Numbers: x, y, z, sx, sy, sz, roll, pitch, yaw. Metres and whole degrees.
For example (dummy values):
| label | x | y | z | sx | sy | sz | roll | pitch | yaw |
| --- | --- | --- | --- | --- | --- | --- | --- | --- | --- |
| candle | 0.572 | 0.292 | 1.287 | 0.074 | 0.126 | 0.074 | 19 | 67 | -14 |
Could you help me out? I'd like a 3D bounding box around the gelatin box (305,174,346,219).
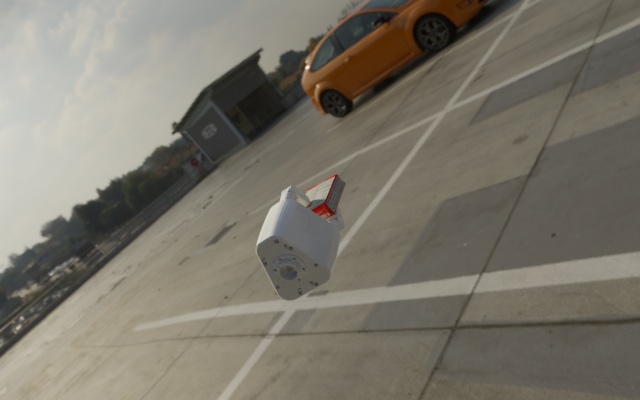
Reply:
| label | x | y | z | sx | sy | sz | roll | pitch | yaw |
| --- | --- | --- | --- | --- | --- | --- | --- | --- | --- |
| gelatin box | 0.000 | 0.002 | 0.831 | 0.073 | 0.030 | 0.089 | -28 | 26 | 35 |
